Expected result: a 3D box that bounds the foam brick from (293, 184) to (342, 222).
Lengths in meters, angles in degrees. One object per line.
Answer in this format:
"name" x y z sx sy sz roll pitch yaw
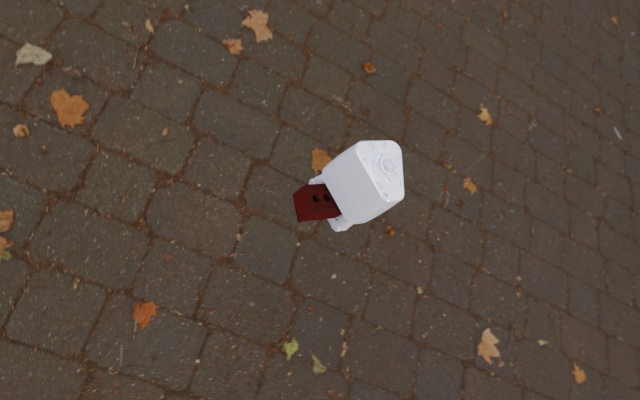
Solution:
"foam brick" 0.000 0.003 0.825 0.078 0.053 0.051 -6 -16 -32
